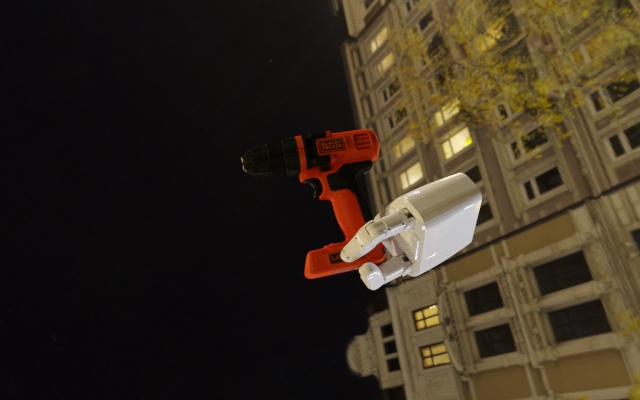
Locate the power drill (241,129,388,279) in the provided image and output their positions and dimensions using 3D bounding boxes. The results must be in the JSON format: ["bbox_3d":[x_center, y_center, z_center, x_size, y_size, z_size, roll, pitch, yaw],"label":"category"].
[{"bbox_3d":[0.000,0.002,0.621,0.184,0.187,0.057,-10,-12,-5],"label":"power drill"}]
